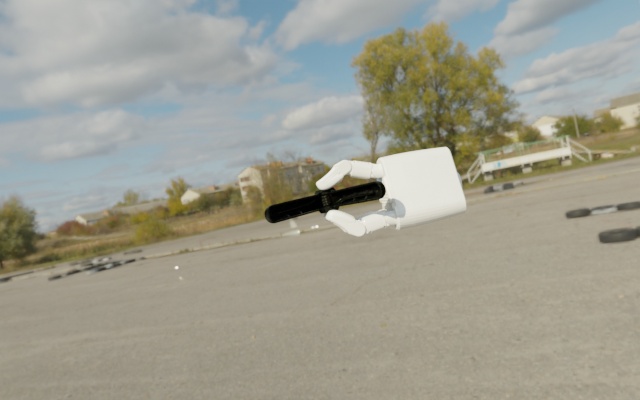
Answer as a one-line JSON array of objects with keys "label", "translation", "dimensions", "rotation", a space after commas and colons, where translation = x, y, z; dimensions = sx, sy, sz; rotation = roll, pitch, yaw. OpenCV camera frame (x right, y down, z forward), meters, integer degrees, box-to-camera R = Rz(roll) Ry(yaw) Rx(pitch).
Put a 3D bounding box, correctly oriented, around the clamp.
[{"label": "clamp", "translation": [0.000, 0.002, 0.721], "dimensions": [0.164, 0.036, 0.210], "rotation": [-12, 1, -4]}]
